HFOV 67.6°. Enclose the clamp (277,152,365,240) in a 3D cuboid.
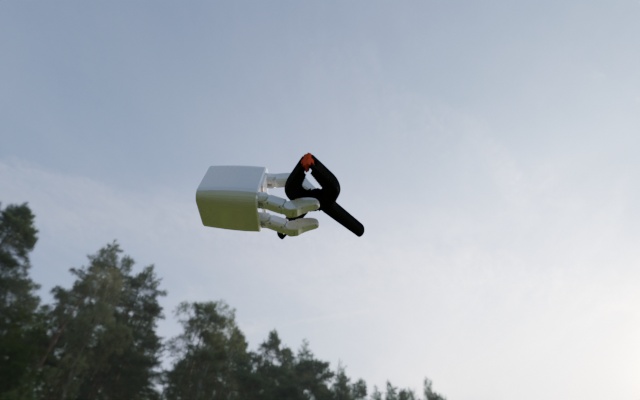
[{"bbox_3d":[0.000,0.002,0.832,0.164,0.036,0.210,1,-41,1],"label":"clamp"}]
